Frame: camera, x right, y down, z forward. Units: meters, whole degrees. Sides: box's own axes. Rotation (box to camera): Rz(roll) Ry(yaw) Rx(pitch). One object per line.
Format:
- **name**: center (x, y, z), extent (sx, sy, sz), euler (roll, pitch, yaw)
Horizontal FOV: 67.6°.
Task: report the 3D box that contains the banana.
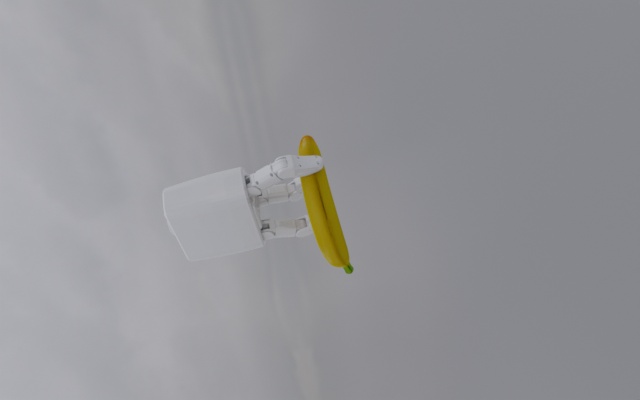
- **banana**: center (0.000, 0.003, 0.621), extent (0.037, 0.198, 0.069), euler (-16, -6, 2)
